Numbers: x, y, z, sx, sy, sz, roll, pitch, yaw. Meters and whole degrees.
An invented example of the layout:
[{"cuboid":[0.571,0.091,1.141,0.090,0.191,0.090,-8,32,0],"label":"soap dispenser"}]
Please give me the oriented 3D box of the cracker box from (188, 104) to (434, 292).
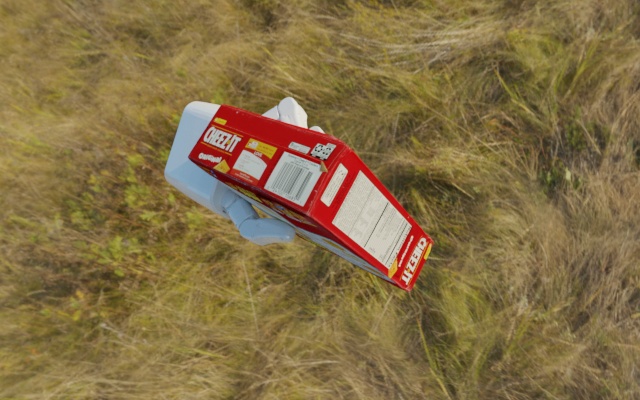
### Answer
[{"cuboid":[0.000,0.002,0.477,0.164,0.072,0.214,23,-11,39],"label":"cracker box"}]
